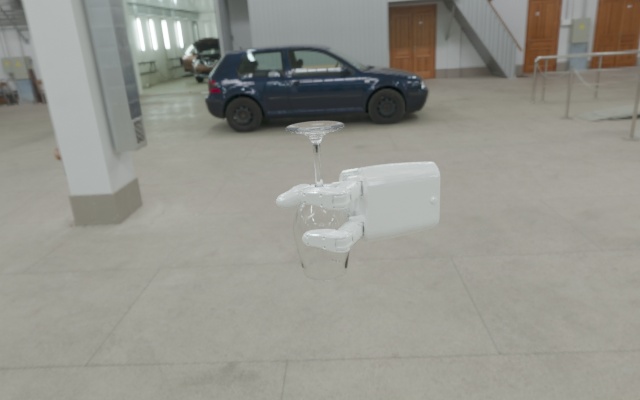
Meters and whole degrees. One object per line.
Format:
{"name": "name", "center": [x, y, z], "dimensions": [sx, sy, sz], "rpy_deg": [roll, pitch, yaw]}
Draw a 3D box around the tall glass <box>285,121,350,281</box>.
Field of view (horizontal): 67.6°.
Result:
{"name": "tall glass", "center": [0.000, 0.001, 0.624], "dimensions": [0.079, 0.201, 0.079], "rpy_deg": [-3, 19, 1]}
